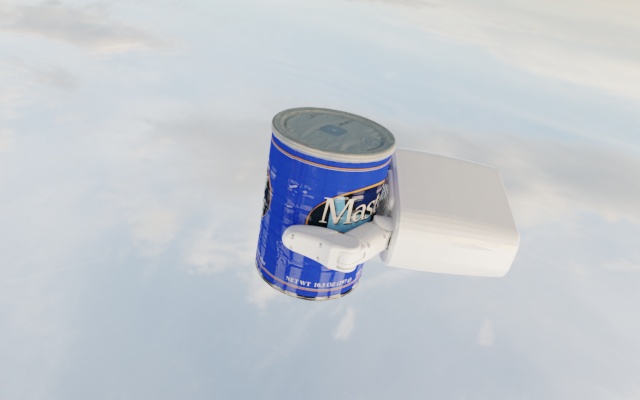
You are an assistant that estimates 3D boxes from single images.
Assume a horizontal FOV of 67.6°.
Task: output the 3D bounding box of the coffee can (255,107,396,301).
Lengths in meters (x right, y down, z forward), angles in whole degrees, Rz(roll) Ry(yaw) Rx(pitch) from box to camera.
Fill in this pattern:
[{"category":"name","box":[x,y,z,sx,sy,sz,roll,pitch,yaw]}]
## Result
[{"category":"coffee can","box":[0.000,0.001,0.422,0.103,0.140,0.102,8,28,-5]}]
